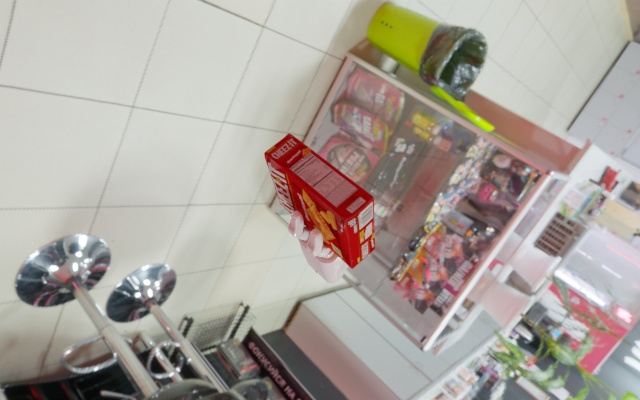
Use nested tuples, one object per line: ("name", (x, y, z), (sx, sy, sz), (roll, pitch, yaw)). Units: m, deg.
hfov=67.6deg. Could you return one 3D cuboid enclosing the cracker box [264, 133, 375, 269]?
("cracker box", (0.000, 0.003, 0.860), (0.213, 0.072, 0.164), (39, -23, 29))
